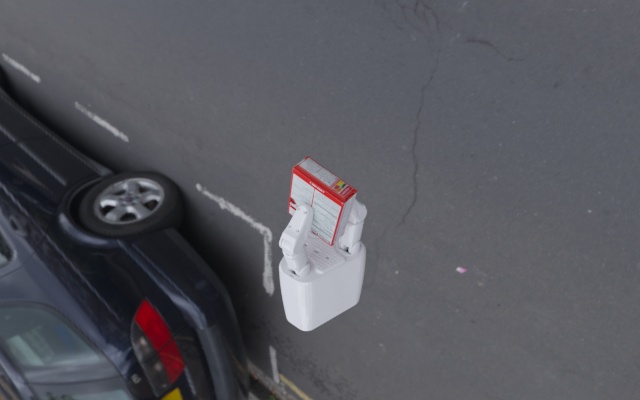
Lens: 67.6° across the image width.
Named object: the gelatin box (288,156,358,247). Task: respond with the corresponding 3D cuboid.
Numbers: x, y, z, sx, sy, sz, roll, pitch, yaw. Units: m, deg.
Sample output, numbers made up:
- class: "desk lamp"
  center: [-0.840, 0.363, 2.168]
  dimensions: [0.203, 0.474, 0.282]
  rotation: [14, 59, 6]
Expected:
- class: "gelatin box"
  center: [0.000, 0.002, 0.560]
  dimensions: [0.073, 0.089, 0.030]
  rotation: [36, 56, 19]
